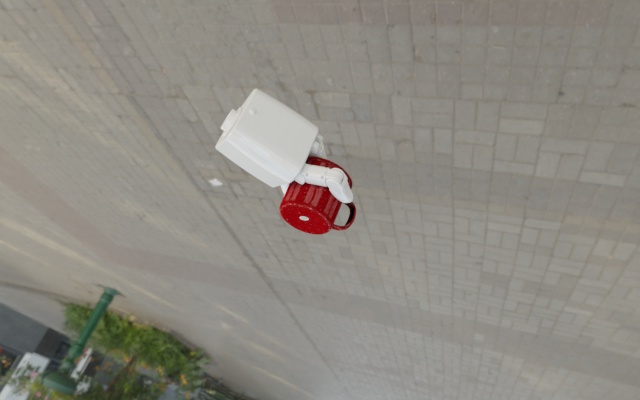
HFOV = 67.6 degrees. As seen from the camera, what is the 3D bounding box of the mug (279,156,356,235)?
[{"bbox_3d":[0.001,0.003,0.701,0.117,0.081,0.093,33,-31,-17],"label":"mug"}]
